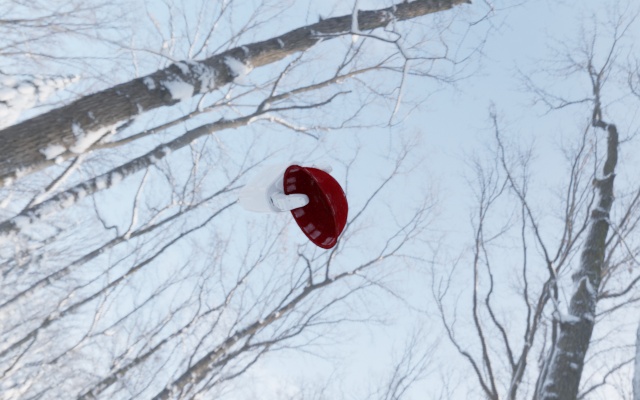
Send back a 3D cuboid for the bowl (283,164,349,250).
[{"bbox_3d":[0.001,0.003,0.843,0.055,0.162,0.162,-26,12,-26],"label":"bowl"}]
